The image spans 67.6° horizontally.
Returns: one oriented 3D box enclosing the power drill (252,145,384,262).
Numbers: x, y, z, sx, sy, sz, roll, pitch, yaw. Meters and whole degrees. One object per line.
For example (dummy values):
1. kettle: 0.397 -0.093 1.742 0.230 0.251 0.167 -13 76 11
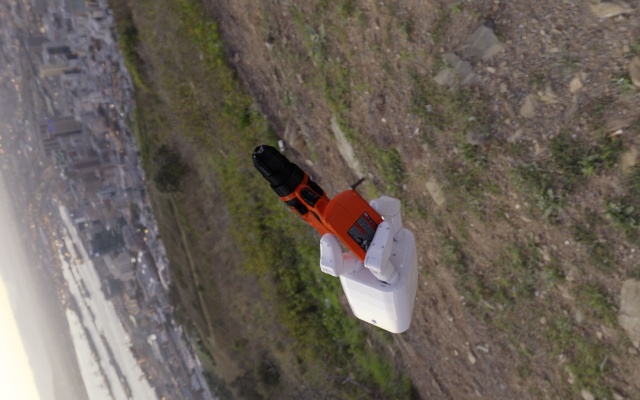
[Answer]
1. power drill: 0.000 0.002 0.644 0.184 0.057 0.187 44 -7 -31
